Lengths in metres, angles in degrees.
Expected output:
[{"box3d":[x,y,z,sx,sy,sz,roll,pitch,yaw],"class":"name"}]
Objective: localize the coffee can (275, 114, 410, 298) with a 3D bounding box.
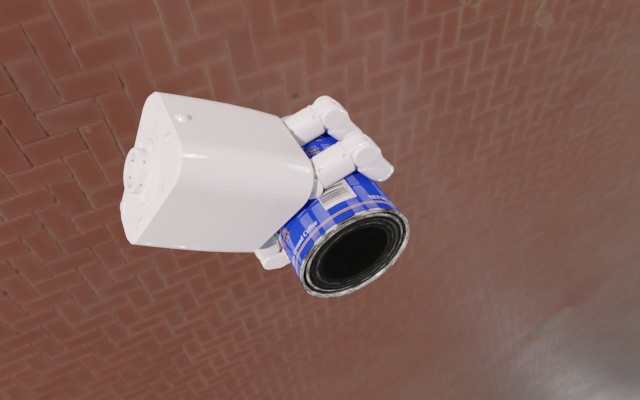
[{"box3d":[0.000,0.001,0.437,0.103,0.103,0.140,0,40,-35],"class":"coffee can"}]
